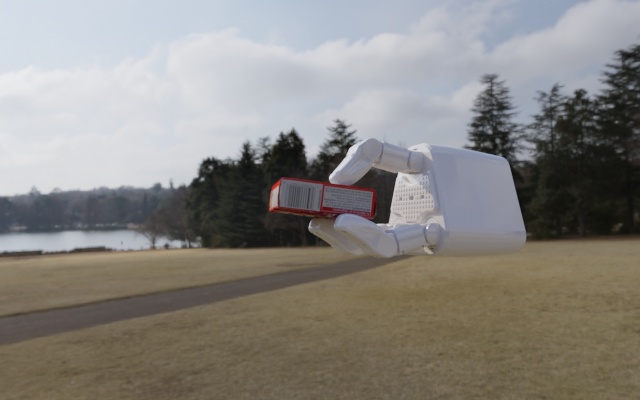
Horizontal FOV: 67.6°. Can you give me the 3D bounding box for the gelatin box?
[{"bbox_3d":[0.000,0.001,0.449,0.089,0.030,0.073,7,-5,-11],"label":"gelatin box"}]
